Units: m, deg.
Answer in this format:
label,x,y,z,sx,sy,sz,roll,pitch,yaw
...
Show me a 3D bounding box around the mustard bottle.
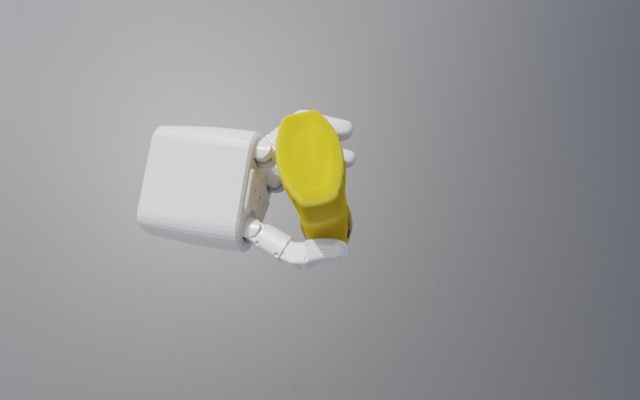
label,x,y,z,sx,sy,sz,roll,pitch,yaw
mustard bottle,0.000,0.001,0.483,0.058,0.096,0.192,-14,-26,0
